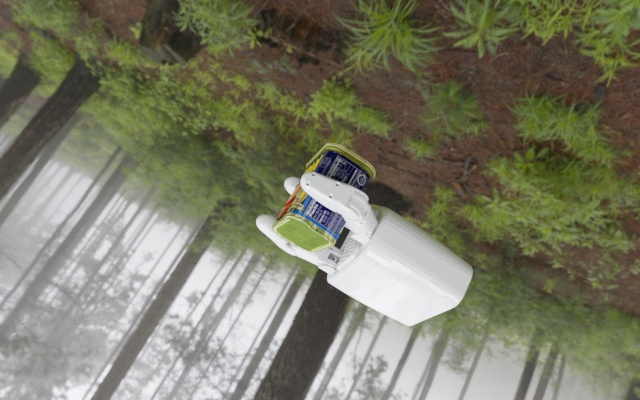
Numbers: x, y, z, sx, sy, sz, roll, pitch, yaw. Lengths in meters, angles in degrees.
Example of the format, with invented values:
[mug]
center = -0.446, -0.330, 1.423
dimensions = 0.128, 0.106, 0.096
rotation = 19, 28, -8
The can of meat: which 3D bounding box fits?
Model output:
[can of meat]
center = 0.000, 0.002, 0.476
dimensions = 0.057, 0.084, 0.102
rotation = 33, -19, -9
